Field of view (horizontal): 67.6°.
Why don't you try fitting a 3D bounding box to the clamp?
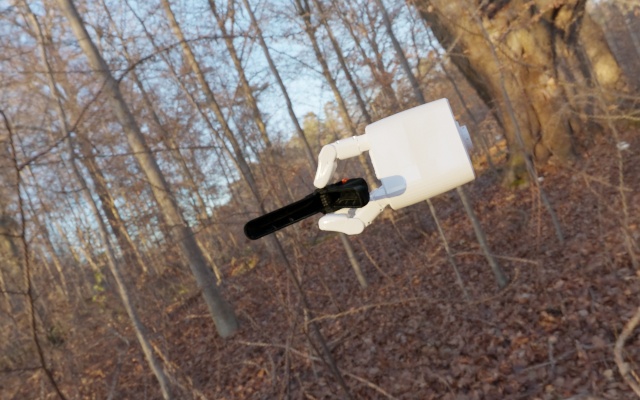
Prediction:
[{"bbox_3d":[0.000,0.001,0.638,0.164,0.036,0.210,-17,5,16],"label":"clamp"}]
